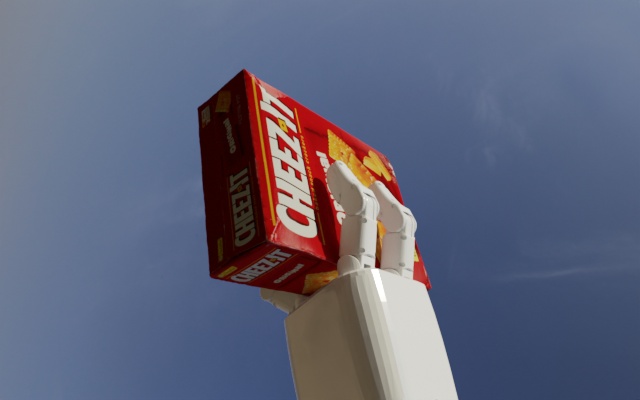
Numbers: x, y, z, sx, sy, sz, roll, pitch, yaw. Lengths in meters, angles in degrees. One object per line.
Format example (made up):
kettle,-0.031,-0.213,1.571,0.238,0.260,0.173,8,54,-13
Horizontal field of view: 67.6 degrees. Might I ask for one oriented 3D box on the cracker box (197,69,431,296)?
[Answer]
cracker box,0.000,0.002,0.433,0.072,0.164,0.214,-32,-36,29
